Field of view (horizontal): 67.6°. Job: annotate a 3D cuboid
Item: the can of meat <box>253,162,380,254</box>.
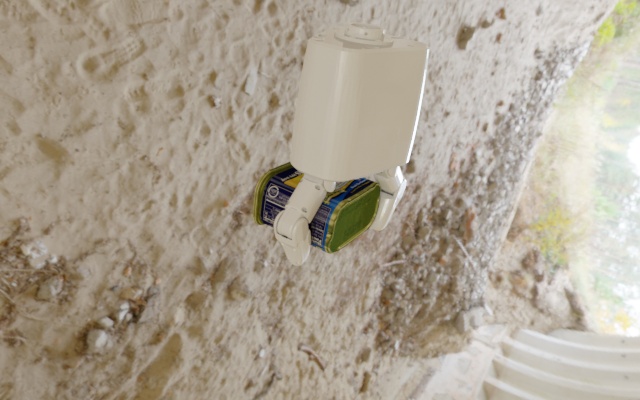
[{"bbox_3d":[0.000,0.002,0.459,0.084,0.057,0.102,22,28,25],"label":"can of meat"}]
